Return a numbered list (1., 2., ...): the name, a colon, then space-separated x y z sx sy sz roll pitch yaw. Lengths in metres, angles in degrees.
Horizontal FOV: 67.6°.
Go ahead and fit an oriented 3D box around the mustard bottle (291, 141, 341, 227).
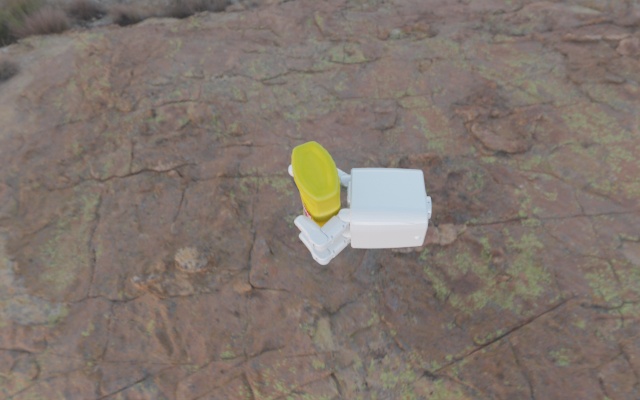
1. mustard bottle: 0.000 0.002 0.711 0.058 0.096 0.192 -22 -27 -6
